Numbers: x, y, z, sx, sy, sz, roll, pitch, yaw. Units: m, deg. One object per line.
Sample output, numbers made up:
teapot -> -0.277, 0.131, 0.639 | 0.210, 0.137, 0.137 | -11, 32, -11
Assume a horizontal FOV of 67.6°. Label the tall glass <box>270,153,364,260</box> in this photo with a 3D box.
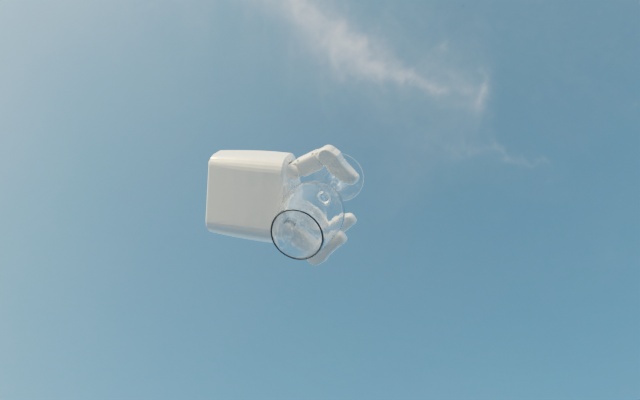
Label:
tall glass -> 0.000, 0.002, 0.611 | 0.079, 0.079, 0.201 | 0, 21, 16
